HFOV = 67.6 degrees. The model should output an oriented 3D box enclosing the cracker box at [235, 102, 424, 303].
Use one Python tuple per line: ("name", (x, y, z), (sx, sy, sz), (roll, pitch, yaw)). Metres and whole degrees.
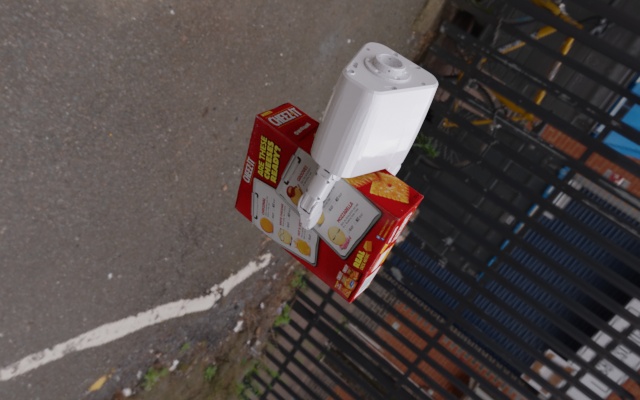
("cracker box", (0.000, 0.002, 0.611), (0.213, 0.164, 0.072), (38, 43, 17))
